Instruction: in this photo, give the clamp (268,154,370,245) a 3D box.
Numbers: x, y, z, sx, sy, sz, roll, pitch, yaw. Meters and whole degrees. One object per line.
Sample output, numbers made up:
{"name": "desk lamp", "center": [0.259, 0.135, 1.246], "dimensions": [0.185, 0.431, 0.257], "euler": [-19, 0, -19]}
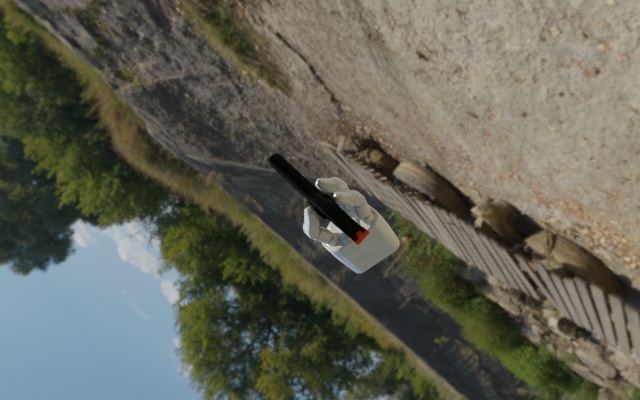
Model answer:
{"name": "clamp", "center": [0.000, 0.004, 0.810], "dimensions": [0.210, 0.036, 0.165], "euler": [40, -3, 46]}
